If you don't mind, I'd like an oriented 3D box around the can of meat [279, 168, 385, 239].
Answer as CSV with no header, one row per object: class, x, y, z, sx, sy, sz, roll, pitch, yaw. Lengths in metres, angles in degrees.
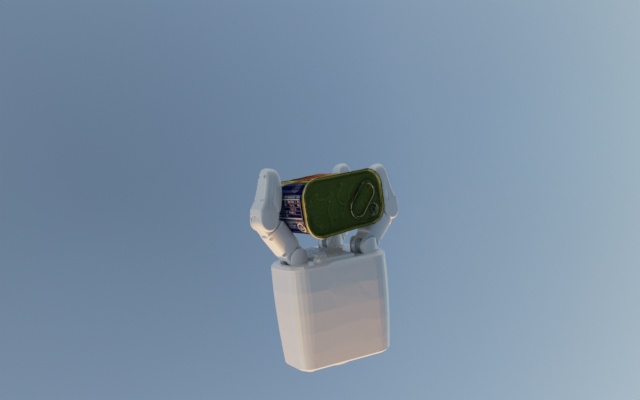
can of meat,0.000,0.002,0.492,0.102,0.057,0.084,-14,8,-38
